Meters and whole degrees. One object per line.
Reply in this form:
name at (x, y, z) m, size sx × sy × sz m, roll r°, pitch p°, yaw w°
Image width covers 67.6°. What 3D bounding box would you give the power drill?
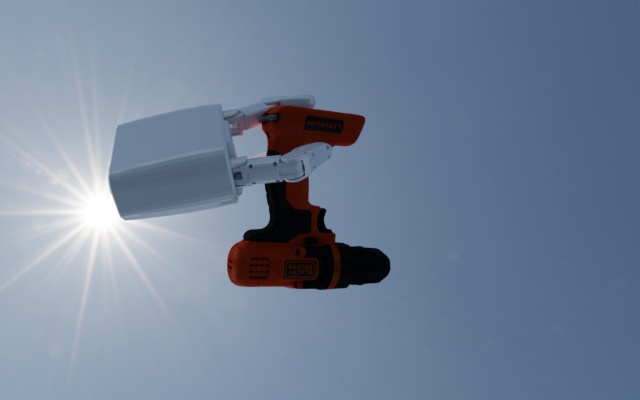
power drill at (0.000, 0.001, 0.502) m, size 0.184 × 0.187 × 0.057 m, roll 4°, pitch 2°, yaw -27°
